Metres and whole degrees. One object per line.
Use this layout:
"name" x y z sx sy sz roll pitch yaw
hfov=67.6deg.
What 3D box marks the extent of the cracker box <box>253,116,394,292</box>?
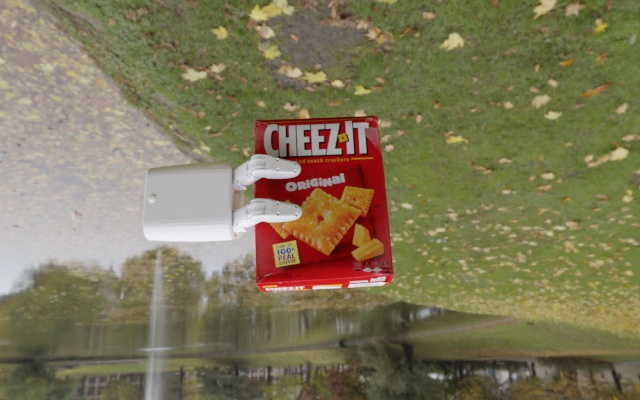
"cracker box" 0.000 0.002 0.606 0.164 0.213 0.072 -2 -18 -2
